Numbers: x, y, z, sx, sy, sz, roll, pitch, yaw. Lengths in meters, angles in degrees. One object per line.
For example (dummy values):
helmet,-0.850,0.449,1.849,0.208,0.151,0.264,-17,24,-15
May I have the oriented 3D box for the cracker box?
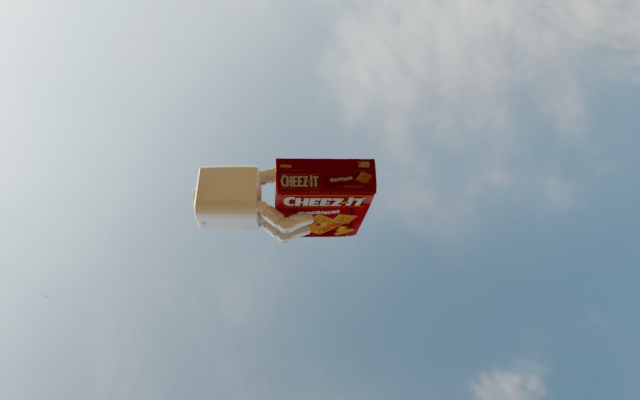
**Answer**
cracker box,0.000,0.003,0.857,0.164,0.072,0.214,-1,-23,-6
